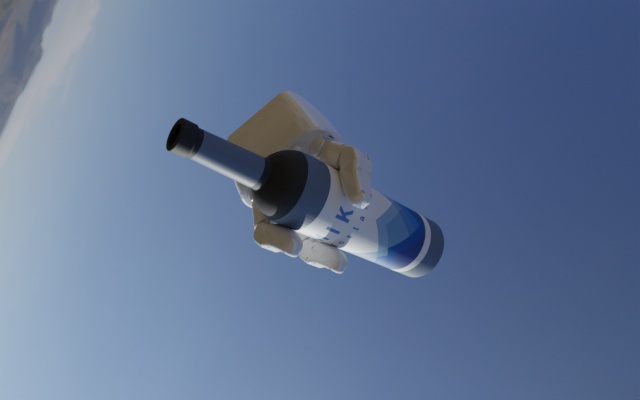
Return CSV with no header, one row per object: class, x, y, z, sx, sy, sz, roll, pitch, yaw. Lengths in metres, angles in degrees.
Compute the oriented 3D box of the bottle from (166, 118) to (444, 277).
bottle,0.000,0.002,0.440,0.296,0.069,0.069,25,-15,-36
